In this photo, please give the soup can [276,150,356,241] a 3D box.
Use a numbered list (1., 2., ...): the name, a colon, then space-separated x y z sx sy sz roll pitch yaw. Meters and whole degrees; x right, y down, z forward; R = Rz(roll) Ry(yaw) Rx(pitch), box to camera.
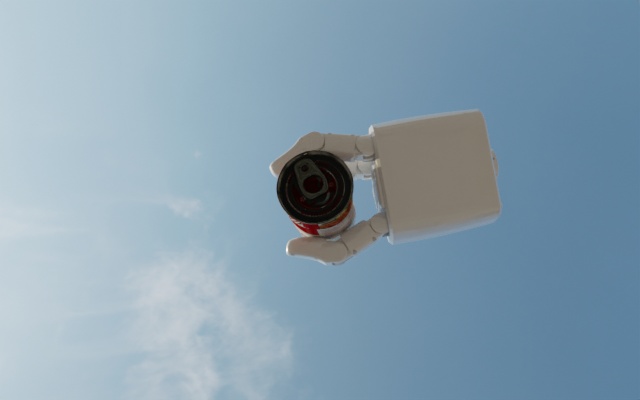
1. soup can: 0.000 0.002 0.462 0.068 0.068 0.102 0 -16 6
